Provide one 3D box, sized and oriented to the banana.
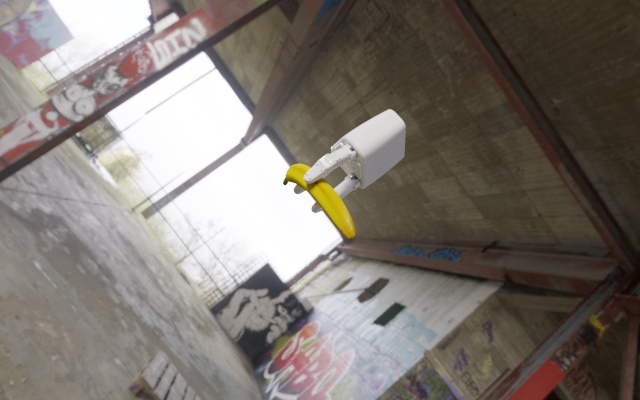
[{"bbox_3d":[-0.004,-0.012,0.816,0.037,0.070,0.197,-32,49,-20],"label":"banana"}]
